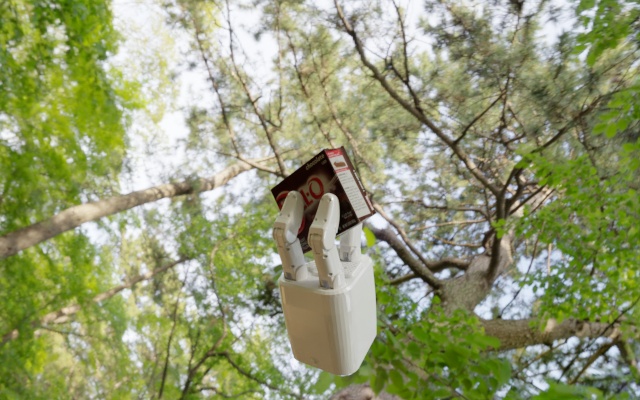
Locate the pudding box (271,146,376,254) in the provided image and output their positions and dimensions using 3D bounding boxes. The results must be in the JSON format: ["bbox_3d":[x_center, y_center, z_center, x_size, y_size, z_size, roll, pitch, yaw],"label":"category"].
[{"bbox_3d":[0.000,0.002,0.554,0.039,0.090,0.113,-18,-11,-47],"label":"pudding box"}]
